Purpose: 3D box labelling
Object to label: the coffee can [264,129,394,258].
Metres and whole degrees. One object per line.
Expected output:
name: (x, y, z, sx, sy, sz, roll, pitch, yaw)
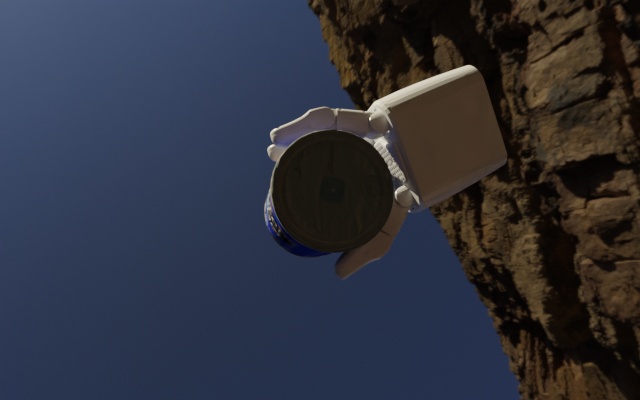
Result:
coffee can: (0.000, 0.002, 0.457, 0.103, 0.103, 0.140, 0, -8, -9)
